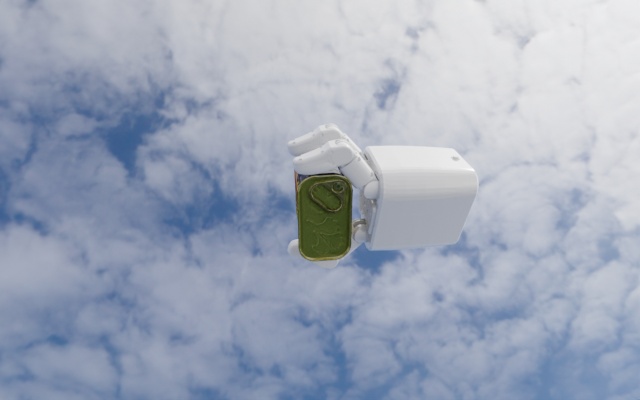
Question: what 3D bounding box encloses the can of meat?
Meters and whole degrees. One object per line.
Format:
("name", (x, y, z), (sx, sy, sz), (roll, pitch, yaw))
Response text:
("can of meat", (0.000, 0.002, 0.532), (0.057, 0.102, 0.084), (-4, 28, -6))
